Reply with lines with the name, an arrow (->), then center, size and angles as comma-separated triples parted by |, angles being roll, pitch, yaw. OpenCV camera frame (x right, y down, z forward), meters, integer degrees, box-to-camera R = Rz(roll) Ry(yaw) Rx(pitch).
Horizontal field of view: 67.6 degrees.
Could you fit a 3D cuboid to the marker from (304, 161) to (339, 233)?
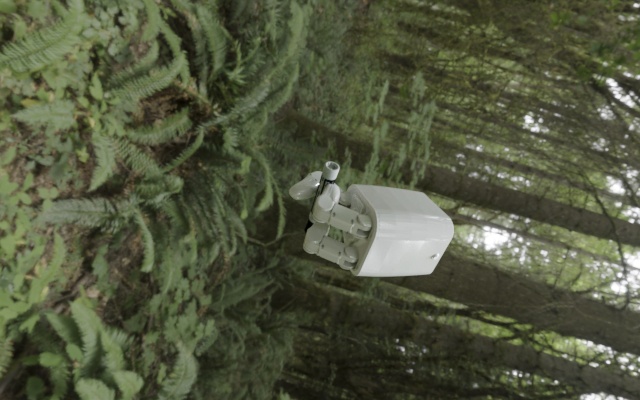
marker -> 0.000, 0.002, 0.619 | 0.020, 0.121, 0.020 | 10, 40, -9
